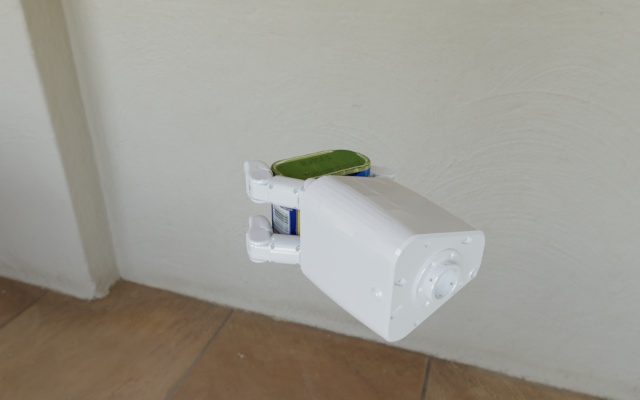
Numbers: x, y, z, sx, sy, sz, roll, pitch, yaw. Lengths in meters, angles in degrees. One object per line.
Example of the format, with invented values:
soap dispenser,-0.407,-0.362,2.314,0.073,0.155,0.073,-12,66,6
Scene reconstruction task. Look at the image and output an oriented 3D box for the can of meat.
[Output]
can of meat,0.000,0.001,0.467,0.102,0.084,0.057,-16,33,-30
